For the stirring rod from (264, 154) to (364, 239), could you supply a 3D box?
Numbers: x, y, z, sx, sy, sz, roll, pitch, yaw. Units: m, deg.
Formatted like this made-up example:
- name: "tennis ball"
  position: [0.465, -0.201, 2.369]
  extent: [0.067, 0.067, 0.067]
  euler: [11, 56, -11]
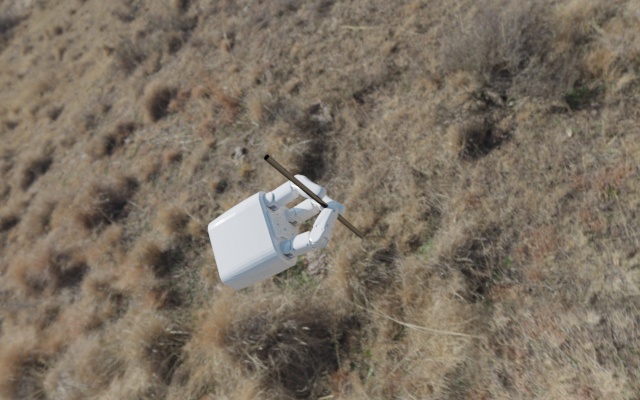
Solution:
- name: "stirring rod"
  position: [0.000, 0.002, 0.653]
  extent: [0.011, 0.011, 0.240]
  euler: [0, -26, 36]
